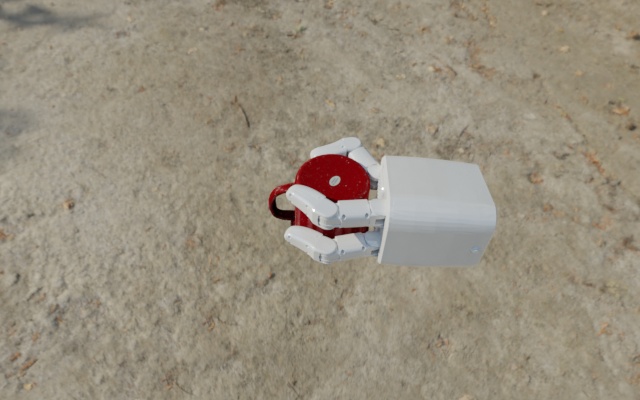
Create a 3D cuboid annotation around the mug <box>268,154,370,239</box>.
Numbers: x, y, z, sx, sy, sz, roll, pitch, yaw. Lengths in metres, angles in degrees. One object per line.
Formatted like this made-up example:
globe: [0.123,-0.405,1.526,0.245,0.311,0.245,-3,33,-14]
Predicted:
mug: [-0.001,0.001,0.536,0.117,0.093,0.082,3,-40,1]
